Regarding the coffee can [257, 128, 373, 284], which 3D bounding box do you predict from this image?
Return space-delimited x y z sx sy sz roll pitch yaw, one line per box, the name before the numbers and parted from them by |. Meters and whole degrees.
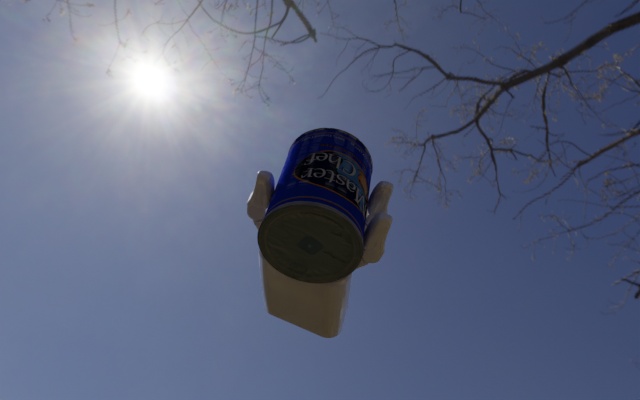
coffee can | 0.000 0.002 0.508 0.103 0.103 0.140 0 38 11
